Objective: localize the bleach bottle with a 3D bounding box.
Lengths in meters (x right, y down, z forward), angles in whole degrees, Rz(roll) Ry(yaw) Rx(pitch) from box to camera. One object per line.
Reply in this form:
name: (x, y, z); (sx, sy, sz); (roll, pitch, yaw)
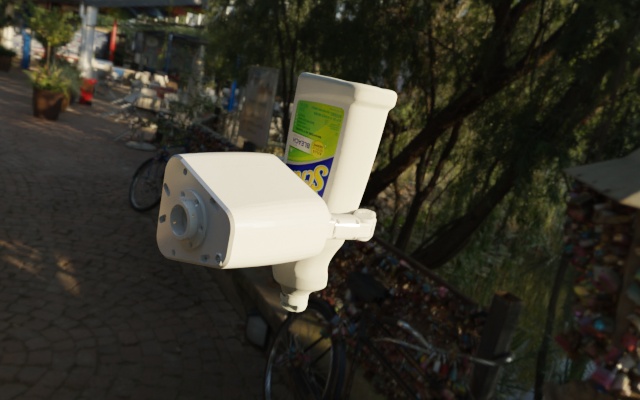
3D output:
bleach bottle: (0.000, 0.002, 0.500); (0.102, 0.251, 0.068); (24, 18, 40)
